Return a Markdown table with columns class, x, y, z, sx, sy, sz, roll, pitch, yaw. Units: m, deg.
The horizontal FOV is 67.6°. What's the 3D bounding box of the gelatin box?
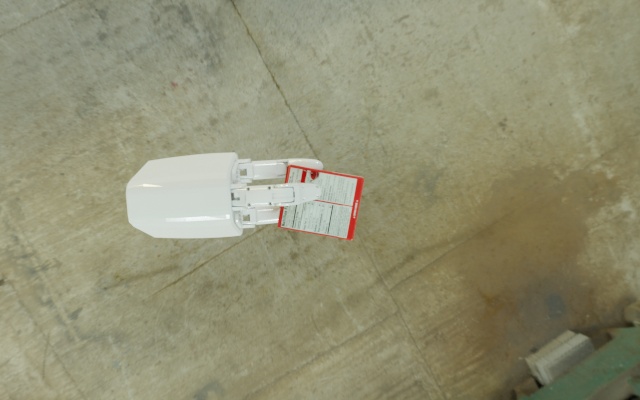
| class | x | y | z | sx | sy | sz | roll | pitch | yaw |
| --- | --- | --- | --- | --- | --- | --- | --- | --- | --- |
| gelatin box | 0.000 | 0.002 | 0.547 | 0.089 | 0.073 | 0.030 | 10 | 3 | 0 |
